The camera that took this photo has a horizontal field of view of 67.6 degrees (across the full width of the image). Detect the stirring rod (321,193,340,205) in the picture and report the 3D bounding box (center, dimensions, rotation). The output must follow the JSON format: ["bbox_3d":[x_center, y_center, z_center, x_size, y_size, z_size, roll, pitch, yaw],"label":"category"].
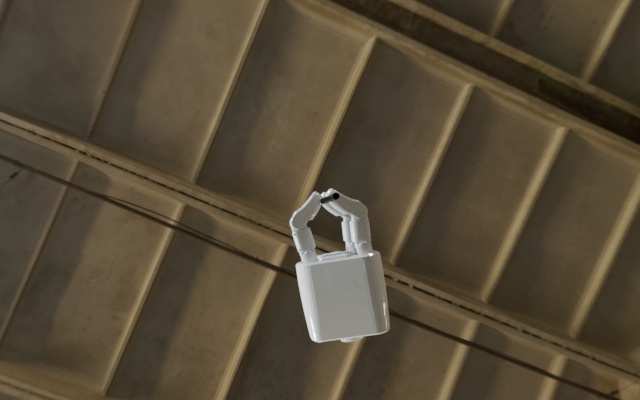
[{"bbox_3d":[0.000,0.002,0.675,0.011,0.011,0.239,0,-4,-9],"label":"stirring rod"}]
